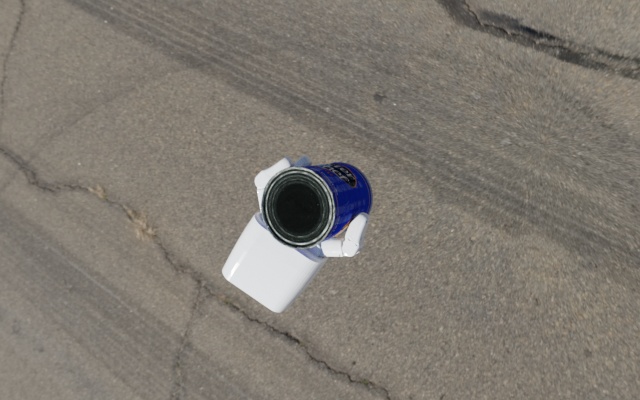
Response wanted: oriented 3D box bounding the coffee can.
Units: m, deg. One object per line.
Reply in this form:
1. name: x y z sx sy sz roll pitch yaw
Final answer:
1. coffee can: 0.000 0.002 0.642 0.103 0.103 0.140 0 6 25
